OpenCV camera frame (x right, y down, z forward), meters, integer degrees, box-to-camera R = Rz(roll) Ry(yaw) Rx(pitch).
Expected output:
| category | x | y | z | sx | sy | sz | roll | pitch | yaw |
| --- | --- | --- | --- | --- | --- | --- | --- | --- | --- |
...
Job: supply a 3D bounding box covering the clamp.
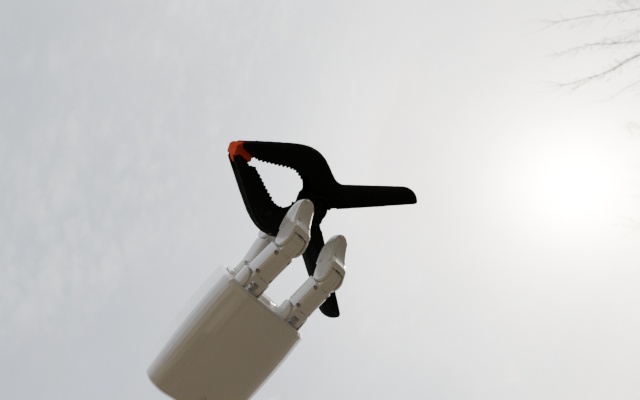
| category | x | y | z | sx | sy | sz | roll | pitch | yaw |
| --- | --- | --- | --- | --- | --- | --- | --- | --- | --- |
| clamp | -0.001 | 0.001 | 0.481 | 0.210 | 0.164 | 0.036 | 46 | -11 | -27 |
